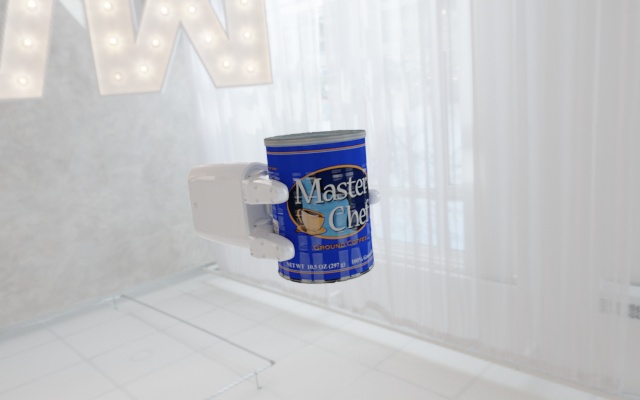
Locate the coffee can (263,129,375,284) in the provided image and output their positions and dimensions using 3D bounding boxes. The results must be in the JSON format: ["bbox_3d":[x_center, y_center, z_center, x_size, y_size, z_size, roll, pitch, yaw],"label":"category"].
[{"bbox_3d":[0.000,0.001,0.490,0.103,0.140,0.103,-5,11,1],"label":"coffee can"}]
